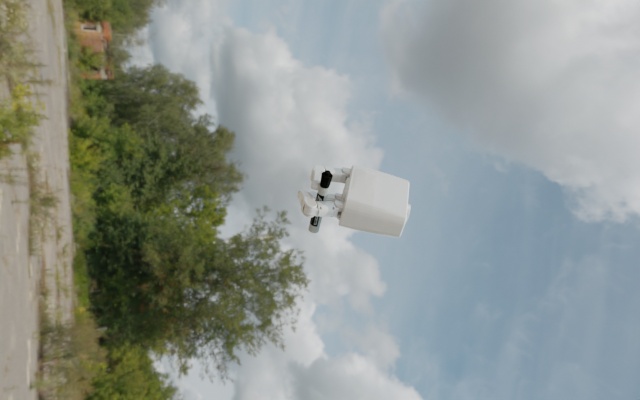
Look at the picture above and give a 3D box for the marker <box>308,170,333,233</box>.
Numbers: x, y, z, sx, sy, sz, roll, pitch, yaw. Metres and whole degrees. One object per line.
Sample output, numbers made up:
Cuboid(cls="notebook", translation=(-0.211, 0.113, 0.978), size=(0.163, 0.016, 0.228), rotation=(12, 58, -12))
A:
Cuboid(cls="marker", translation=(0.000, 0.003, 0.798), size=(0.020, 0.121, 0.020), rotation=(10, 33, -7))
